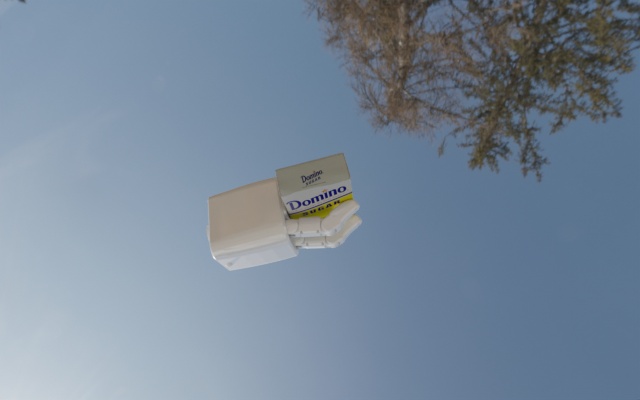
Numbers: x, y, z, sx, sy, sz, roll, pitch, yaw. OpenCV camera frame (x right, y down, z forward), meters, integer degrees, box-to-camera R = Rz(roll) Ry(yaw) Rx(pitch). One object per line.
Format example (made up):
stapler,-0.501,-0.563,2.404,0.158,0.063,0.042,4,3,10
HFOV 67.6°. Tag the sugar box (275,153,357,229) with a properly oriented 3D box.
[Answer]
sugar box,0.000,0.003,0.675,0.093,0.048,0.176,-15,-23,2
